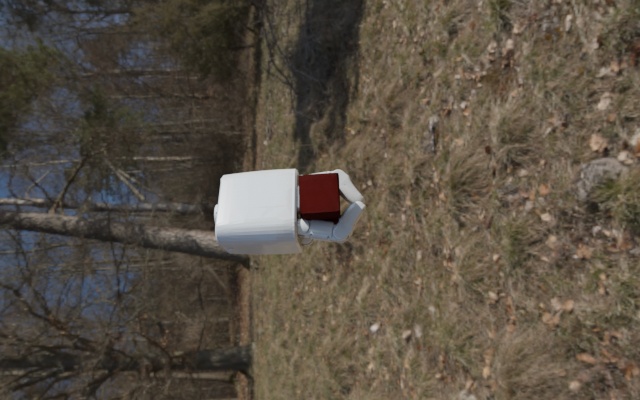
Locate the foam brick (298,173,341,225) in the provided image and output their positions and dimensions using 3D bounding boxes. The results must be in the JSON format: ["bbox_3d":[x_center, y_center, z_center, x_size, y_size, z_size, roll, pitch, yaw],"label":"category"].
[{"bbox_3d":[0.000,0.002,0.626,0.051,0.053,0.078,-3,-18,2],"label":"foam brick"}]
